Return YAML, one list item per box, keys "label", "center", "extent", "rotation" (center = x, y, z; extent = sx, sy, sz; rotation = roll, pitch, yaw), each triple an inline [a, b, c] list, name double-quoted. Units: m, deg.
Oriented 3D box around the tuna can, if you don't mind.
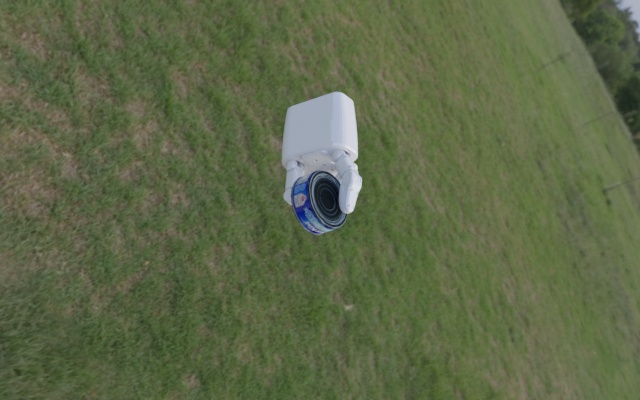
- label: "tuna can"
  center: [0.001, 0.002, 0.661]
  extent: [0.034, 0.086, 0.086]
  rotation: [-20, -12, 37]
